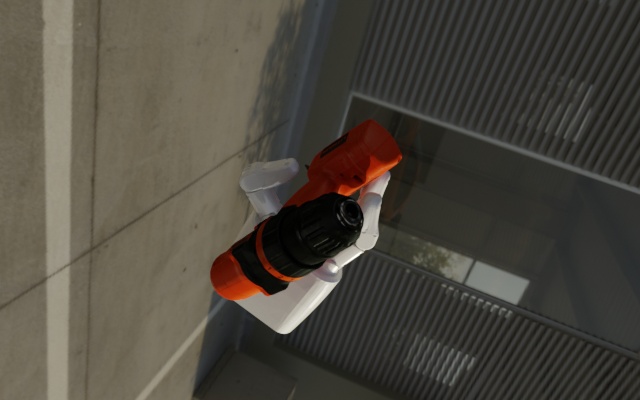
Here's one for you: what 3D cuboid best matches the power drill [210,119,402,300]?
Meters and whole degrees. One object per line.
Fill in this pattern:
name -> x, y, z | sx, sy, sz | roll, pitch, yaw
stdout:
power drill -> 0.000, 0.001, 0.418 | 0.184, 0.057, 0.187 | -29, 13, 46
